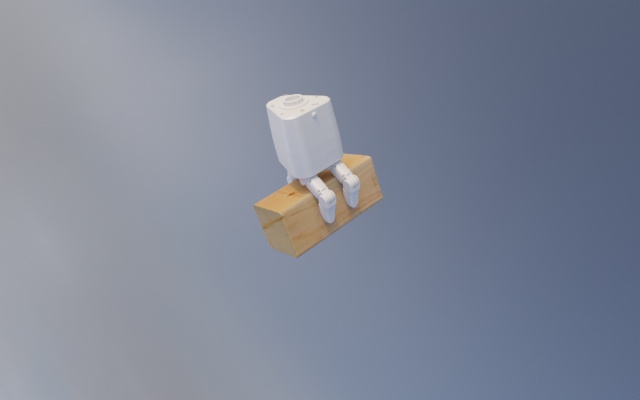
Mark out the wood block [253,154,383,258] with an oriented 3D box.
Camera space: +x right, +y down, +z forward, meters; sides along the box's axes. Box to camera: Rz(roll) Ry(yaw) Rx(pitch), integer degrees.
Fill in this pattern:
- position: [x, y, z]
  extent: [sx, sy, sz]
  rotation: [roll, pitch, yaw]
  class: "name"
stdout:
- position: [0.000, 0.002, 0.842]
  extent: [0.206, 0.090, 0.091]
  rotation: [-32, 25, -28]
  class: "wood block"
